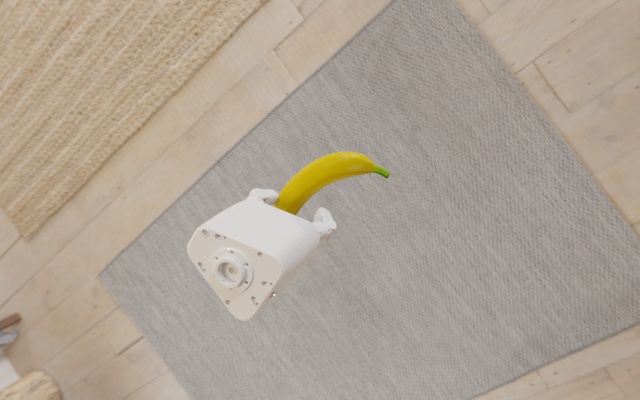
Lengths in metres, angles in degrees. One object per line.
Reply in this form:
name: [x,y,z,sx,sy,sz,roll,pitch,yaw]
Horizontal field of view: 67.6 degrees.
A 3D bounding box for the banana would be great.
banana: [-0.006,-0.015,0.658,0.198,0.069,0.037,-28,4,23]
